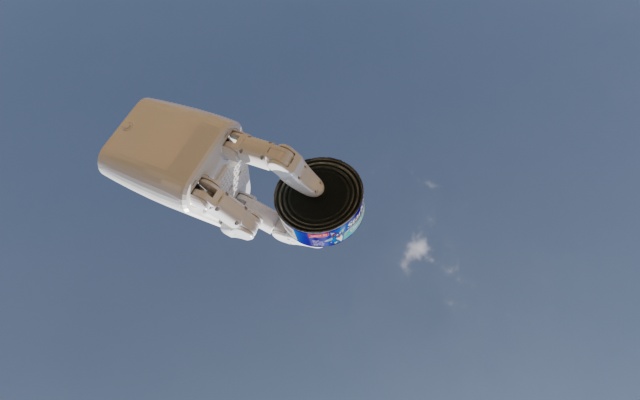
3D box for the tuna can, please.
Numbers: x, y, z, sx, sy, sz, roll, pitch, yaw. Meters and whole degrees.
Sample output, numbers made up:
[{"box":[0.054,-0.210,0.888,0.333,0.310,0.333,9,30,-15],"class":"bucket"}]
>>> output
[{"box":[0.000,0.002,0.463,0.086,0.086,0.034,0,-33,10],"class":"tuna can"}]
